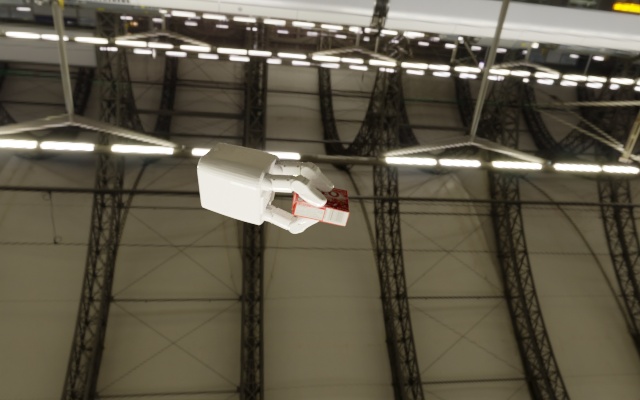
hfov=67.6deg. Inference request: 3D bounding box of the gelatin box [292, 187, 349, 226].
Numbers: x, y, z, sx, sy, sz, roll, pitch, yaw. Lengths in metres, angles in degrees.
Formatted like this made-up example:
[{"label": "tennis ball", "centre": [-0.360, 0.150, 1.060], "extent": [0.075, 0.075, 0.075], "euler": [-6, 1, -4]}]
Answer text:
[{"label": "gelatin box", "centre": [0.000, 0.003, 0.772], "extent": [0.089, 0.030, 0.073], "euler": [12, 28, -6]}]
